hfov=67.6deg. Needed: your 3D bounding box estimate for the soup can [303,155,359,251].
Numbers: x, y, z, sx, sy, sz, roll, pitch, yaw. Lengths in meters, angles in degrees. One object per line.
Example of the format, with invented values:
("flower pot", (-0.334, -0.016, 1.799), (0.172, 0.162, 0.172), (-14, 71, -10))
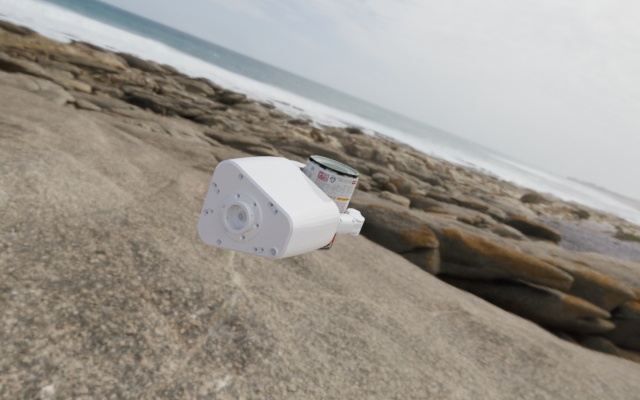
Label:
("soup can", (0.001, 0.002, 0.601), (0.068, 0.102, 0.068), (20, 14, -5))
